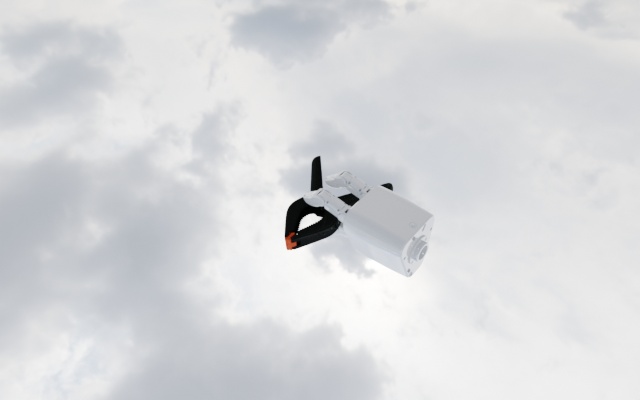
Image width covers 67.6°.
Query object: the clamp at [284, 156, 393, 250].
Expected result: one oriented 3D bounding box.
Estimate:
[{"bbox_3d":[0.000,0.004,0.814,0.164,0.036,0.210,29,54,31],"label":"clamp"}]
